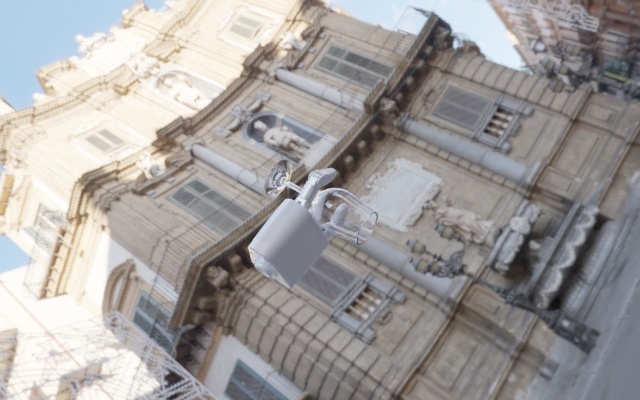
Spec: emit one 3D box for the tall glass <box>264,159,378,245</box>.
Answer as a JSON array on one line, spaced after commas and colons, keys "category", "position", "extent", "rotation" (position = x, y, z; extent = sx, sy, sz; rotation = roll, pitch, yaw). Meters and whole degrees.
[{"category": "tall glass", "position": [0.000, 0.002, 0.832], "extent": [0.201, 0.079, 0.079], "rotation": [29, 13, 26]}]
